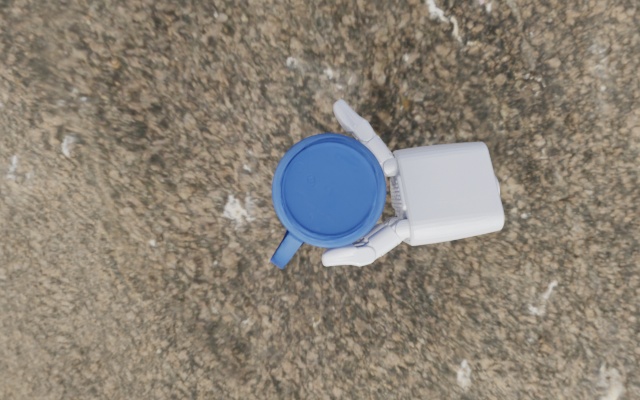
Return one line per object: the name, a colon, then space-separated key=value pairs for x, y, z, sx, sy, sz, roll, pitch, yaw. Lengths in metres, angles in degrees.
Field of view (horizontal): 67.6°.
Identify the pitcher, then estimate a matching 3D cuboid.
pitcher: x=0.000 y=0.002 z=0.556 sx=0.145 sy=0.149 sz=0.243 roll=-9 pitch=-1 yaw=-1
